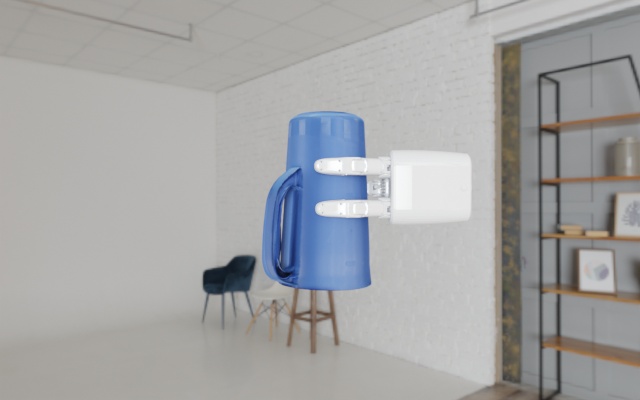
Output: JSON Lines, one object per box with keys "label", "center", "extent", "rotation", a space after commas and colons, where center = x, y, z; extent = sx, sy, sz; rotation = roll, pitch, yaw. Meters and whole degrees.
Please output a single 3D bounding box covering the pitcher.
{"label": "pitcher", "center": [0.000, 0.002, 0.671], "extent": [0.145, 0.243, 0.149], "rotation": [0, 0, 2]}
